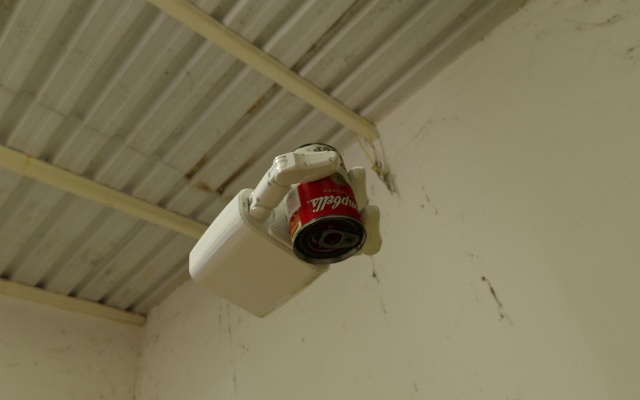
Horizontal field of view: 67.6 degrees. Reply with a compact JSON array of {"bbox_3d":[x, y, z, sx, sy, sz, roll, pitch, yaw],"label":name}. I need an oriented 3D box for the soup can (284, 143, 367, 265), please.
[{"bbox_3d":[0.000,0.001,0.461,0.068,0.102,0.069,-7,-43,-7],"label":"soup can"}]
